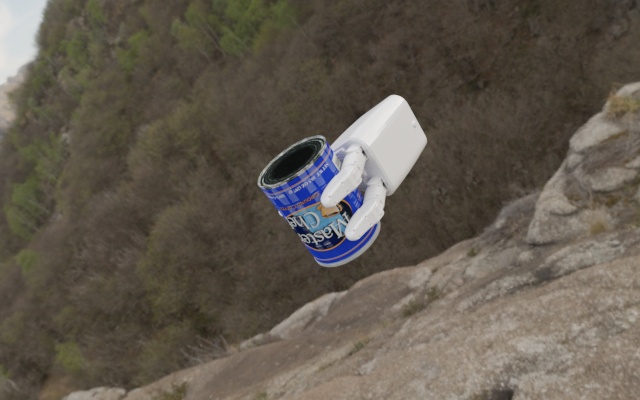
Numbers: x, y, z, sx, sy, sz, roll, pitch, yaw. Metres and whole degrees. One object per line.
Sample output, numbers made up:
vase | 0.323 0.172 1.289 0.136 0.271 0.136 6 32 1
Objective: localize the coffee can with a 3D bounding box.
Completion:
coffee can | 0.000 0.002 0.622 0.103 0.140 0.102 -28 26 15
